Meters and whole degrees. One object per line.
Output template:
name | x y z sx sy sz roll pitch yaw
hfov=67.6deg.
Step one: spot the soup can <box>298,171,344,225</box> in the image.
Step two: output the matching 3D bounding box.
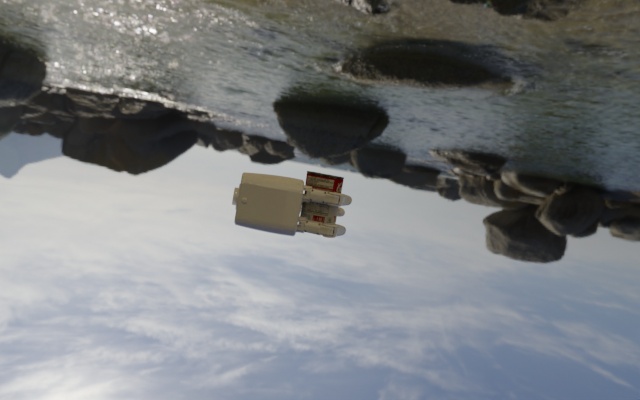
soup can | 0.001 0.003 0.856 0.068 0.102 0.068 10 4 -1
